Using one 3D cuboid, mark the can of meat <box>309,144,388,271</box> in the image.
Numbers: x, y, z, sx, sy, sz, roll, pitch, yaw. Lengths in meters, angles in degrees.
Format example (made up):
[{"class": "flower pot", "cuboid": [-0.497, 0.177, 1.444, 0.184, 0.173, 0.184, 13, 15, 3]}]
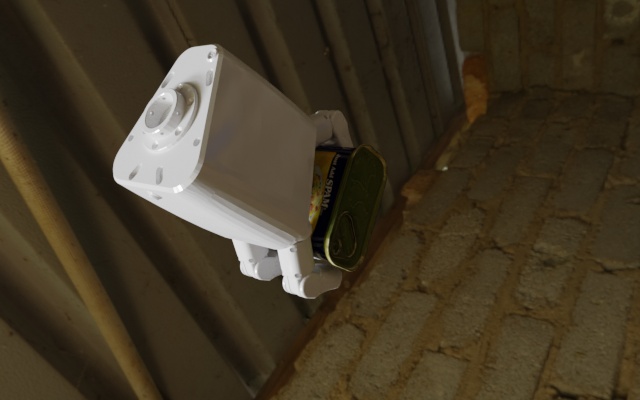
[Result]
[{"class": "can of meat", "cuboid": [0.000, 0.001, 0.414, 0.084, 0.102, 0.057, 9, -13, 38]}]
